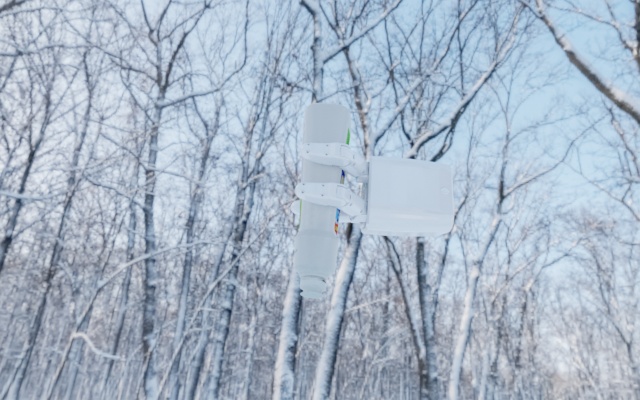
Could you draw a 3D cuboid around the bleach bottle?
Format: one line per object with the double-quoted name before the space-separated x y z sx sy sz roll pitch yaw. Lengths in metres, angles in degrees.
"bleach bottle" 0.000 0.002 0.621 0.068 0.250 0.103 4 -25 2
